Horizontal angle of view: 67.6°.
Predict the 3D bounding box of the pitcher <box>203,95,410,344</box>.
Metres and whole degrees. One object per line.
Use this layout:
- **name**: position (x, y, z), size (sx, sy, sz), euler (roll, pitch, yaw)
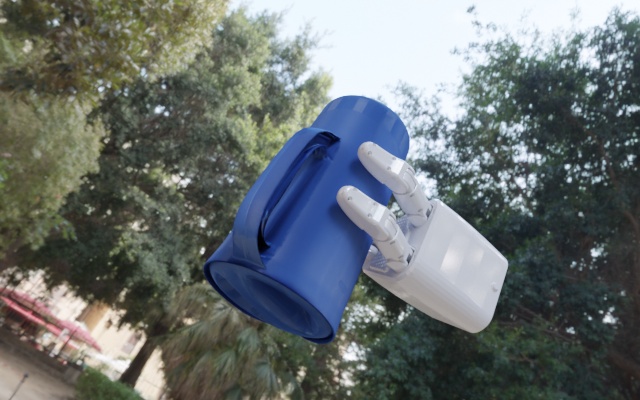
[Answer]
- **pitcher**: position (0.000, 0.002, 0.475), size (0.145, 0.242, 0.149), euler (38, -31, -14)
